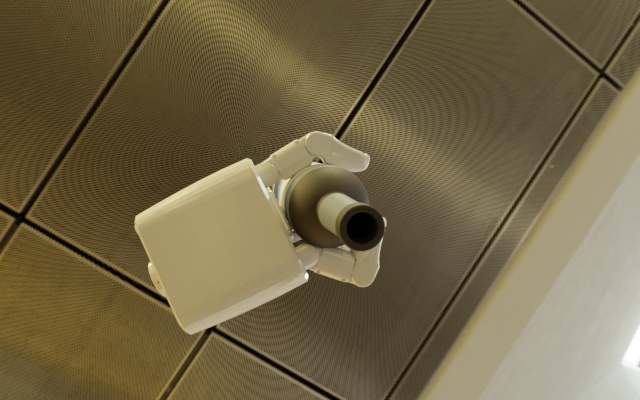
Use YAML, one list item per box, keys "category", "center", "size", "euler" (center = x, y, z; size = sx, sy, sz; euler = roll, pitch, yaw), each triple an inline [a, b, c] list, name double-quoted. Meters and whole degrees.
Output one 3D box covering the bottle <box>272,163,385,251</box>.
- category: "bottle"
  center: [0.000, 0.001, 0.417]
  size: [0.069, 0.069, 0.295]
  euler: [0, 6, -9]
